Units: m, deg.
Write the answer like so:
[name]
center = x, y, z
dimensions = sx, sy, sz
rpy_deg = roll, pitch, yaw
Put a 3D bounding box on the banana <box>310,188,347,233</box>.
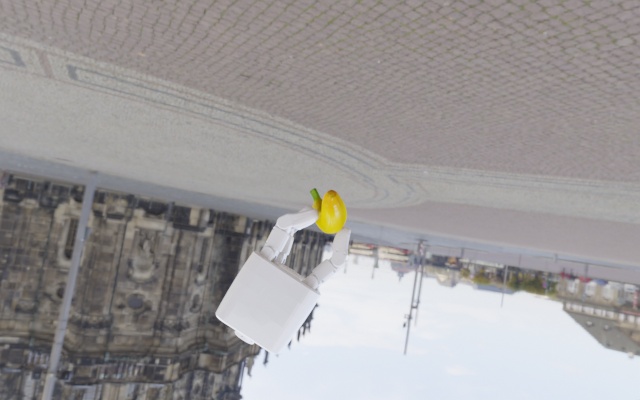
[banana]
center = 0.009, 0.018, 0.709
dimensions = 0.037, 0.069, 0.198
rpy_deg = -32, 6, -7
